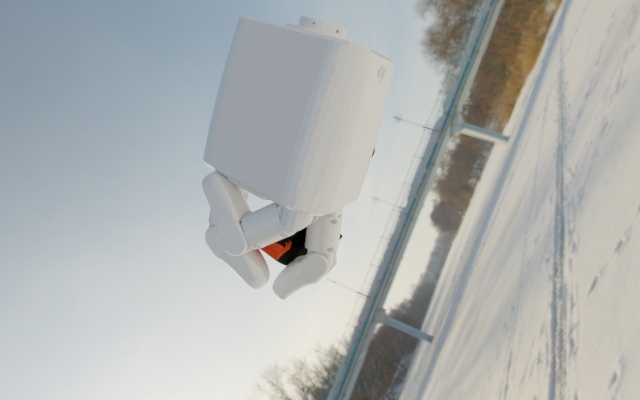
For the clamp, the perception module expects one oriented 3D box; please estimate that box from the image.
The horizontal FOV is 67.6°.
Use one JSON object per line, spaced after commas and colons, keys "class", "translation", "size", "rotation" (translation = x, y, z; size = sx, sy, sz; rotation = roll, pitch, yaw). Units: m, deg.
{"class": "clamp", "translation": [-0.001, 0.001, 0.424], "size": [0.039, 0.120, 0.171], "rotation": [21, 16, 17]}
